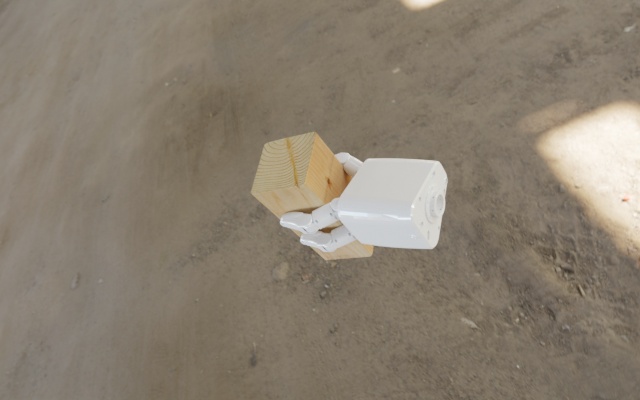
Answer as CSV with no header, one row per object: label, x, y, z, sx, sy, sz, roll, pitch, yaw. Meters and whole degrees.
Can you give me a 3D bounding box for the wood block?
wood block,0.000,0.002,0.716,0.090,0.090,0.206,-9,-37,30
